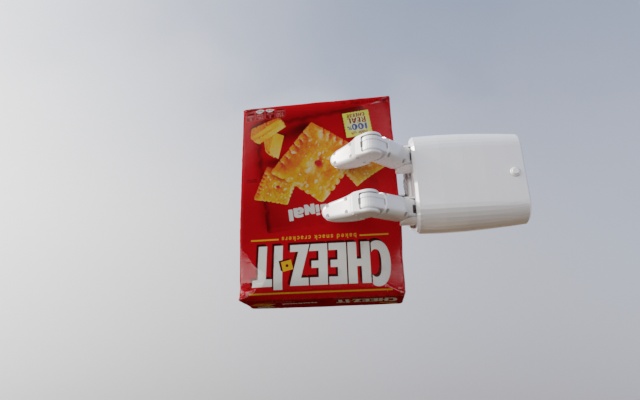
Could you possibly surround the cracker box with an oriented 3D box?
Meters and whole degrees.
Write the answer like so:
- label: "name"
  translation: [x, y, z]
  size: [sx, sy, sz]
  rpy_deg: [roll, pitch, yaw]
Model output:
- label: "cracker box"
  translation: [0.000, 0.002, 0.510]
  size: [0.164, 0.213, 0.072]
  rpy_deg: [-3, -19, 6]
